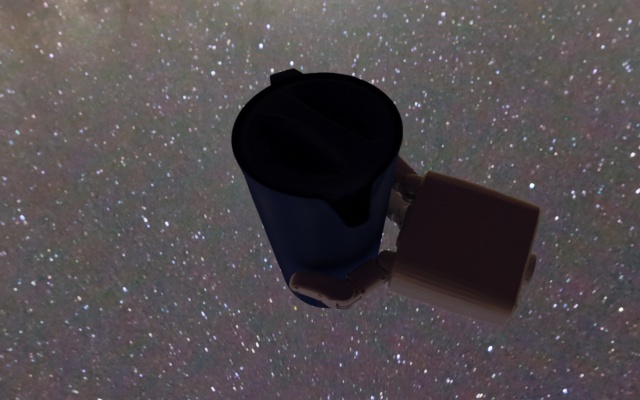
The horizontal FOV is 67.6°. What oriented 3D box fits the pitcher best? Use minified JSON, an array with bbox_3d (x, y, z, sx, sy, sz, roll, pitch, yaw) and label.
[{"bbox_3d":[0.000,0.002,0.468,0.145,0.149,0.243,17,-32,15],"label":"pitcher"}]
